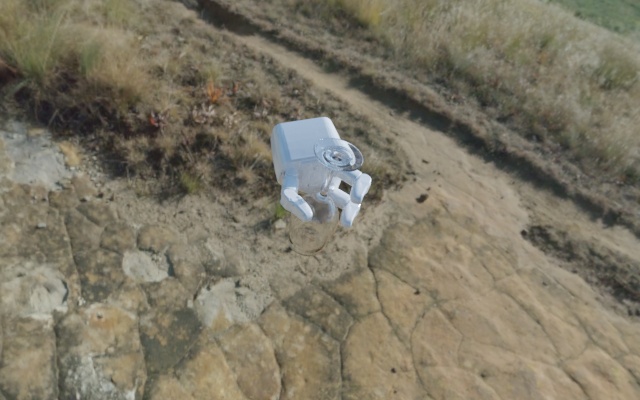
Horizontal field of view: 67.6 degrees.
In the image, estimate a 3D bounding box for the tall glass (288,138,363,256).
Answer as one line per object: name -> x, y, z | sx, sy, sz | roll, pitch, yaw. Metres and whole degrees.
tall glass -> 0.000, 0.002, 0.749 | 0.079, 0.079, 0.201 | 0, -44, -21
